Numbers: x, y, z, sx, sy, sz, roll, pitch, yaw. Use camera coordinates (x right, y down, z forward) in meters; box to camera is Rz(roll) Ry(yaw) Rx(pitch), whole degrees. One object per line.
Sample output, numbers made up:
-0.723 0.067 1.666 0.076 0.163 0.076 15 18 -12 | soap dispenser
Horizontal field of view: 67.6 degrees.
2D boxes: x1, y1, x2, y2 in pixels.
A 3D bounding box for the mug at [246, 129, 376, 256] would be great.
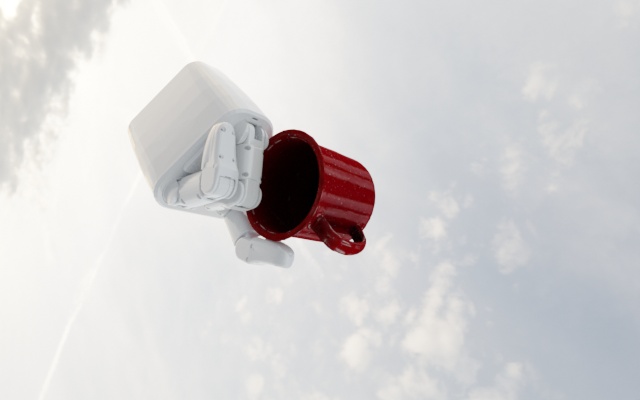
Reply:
0.001 0.002 0.409 0.081 0.093 0.117 15 28 -47 | mug
